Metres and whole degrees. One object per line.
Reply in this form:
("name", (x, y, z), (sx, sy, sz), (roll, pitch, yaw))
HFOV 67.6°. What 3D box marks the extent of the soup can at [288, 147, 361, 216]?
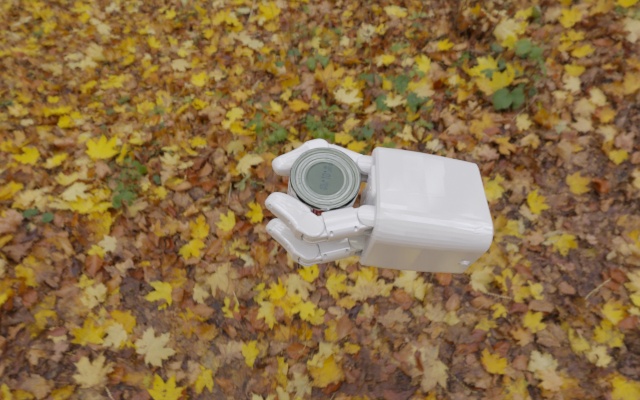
("soup can", (0.000, 0.001, 0.478), (0.068, 0.068, 0.102), (0, -27, -6))
